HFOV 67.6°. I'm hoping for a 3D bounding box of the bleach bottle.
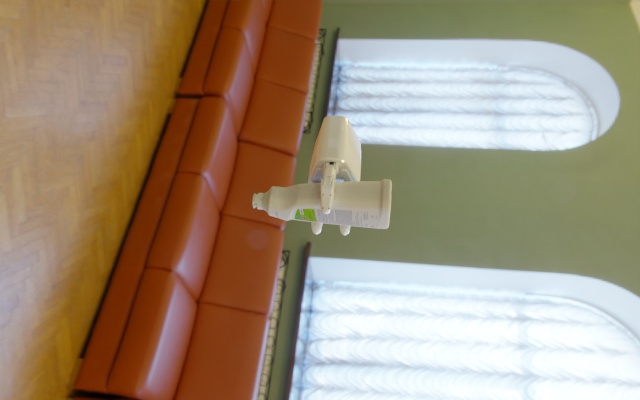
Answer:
[{"bbox_3d":[0.000,0.003,0.868,0.251,0.068,0.103,3,-30,7],"label":"bleach bottle"}]
